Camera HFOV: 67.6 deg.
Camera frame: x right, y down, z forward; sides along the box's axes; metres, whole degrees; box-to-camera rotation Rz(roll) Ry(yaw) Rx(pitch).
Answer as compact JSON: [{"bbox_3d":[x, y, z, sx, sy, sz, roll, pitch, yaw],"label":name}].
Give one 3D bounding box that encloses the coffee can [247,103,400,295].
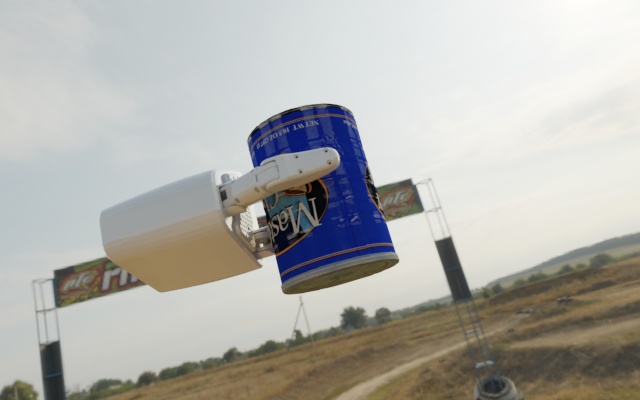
[{"bbox_3d":[0.000,0.001,0.423,0.103,0.140,0.103,-14,-16,-4],"label":"coffee can"}]
